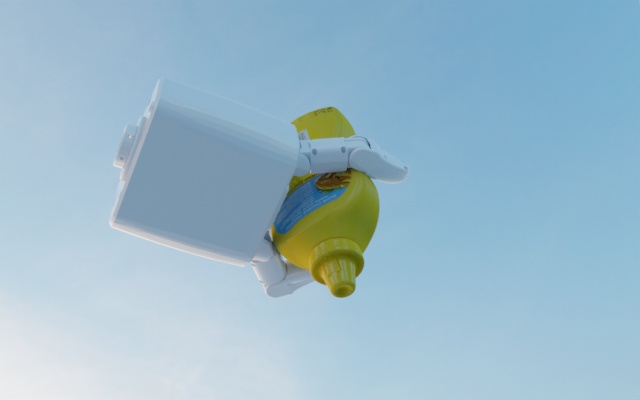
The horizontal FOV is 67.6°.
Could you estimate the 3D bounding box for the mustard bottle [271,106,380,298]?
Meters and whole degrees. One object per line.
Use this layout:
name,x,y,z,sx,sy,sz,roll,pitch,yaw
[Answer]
mustard bottle,0.000,0.001,0.404,0.096,0.191,0.058,-33,-51,16
